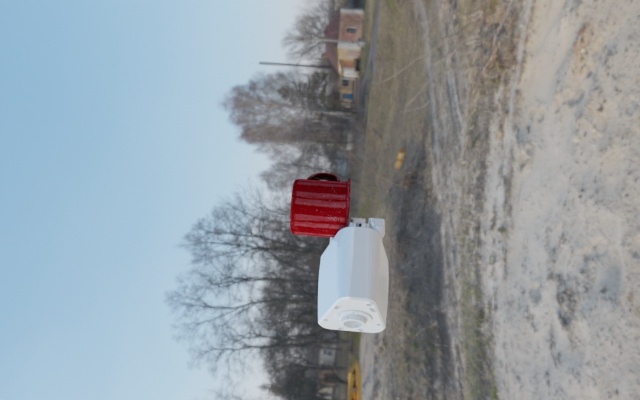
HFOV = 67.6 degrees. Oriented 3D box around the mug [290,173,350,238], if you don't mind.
[{"bbox_3d":[0.000,0.001,0.703,0.081,0.117,0.093,4,-40,1],"label":"mug"}]
